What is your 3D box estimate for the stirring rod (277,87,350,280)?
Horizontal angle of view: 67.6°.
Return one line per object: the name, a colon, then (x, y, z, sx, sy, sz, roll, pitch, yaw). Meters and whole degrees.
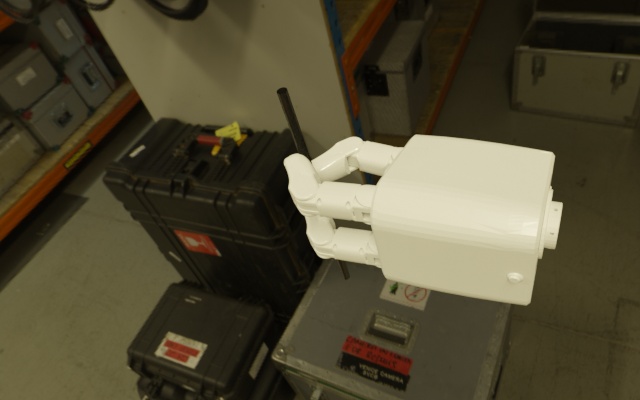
stirring rod: (0.000, 0.001, 0.429, 0.011, 0.011, 0.240, 0, -42, 18)
